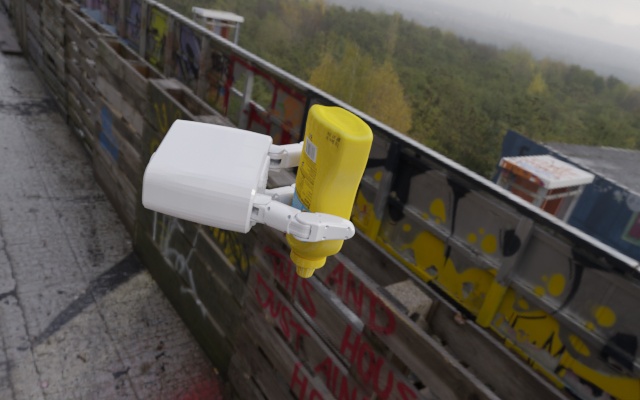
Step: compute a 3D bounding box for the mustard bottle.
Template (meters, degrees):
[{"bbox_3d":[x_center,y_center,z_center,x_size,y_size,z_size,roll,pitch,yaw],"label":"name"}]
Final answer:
[{"bbox_3d":[0.000,0.002,0.516,0.058,0.192,0.096,1,28,-25],"label":"mustard bottle"}]
